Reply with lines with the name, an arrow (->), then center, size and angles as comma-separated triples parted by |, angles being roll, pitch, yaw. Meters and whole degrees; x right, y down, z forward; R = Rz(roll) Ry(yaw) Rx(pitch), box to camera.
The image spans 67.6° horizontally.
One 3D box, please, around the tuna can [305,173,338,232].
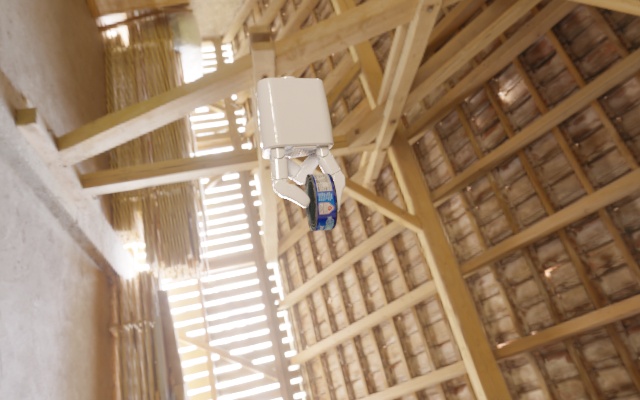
tuna can -> 0.001, 0.002, 0.711 | 0.034, 0.086, 0.086 | -4, 1, -11
